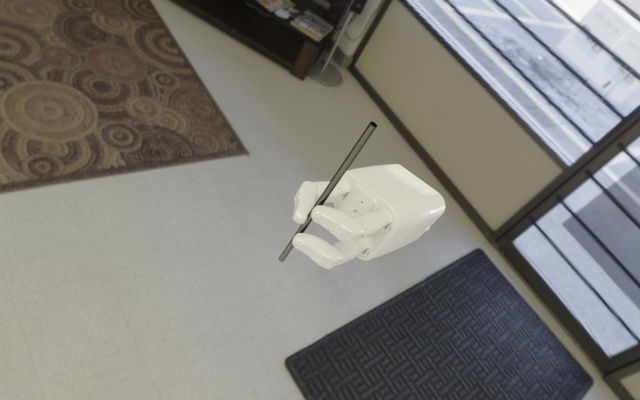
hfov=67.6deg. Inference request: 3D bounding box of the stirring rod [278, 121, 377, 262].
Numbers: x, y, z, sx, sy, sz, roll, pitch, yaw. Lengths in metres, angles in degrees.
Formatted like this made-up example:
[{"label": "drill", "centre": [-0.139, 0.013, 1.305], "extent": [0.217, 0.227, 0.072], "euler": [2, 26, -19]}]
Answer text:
[{"label": "stirring rod", "centre": [0.000, 0.002, 0.534], "extent": [0.011, 0.011, 0.240], "euler": [0, -38, -32]}]
